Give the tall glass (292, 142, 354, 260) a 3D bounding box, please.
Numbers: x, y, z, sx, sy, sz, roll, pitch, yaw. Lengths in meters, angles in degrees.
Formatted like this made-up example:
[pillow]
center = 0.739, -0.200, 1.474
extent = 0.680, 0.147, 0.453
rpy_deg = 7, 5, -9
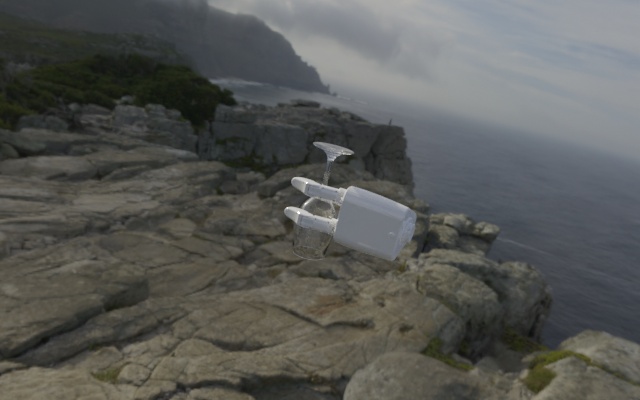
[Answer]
[tall glass]
center = 0.000, 0.002, 0.850
extent = 0.079, 0.201, 0.079
rpy_deg = 13, 15, -3
